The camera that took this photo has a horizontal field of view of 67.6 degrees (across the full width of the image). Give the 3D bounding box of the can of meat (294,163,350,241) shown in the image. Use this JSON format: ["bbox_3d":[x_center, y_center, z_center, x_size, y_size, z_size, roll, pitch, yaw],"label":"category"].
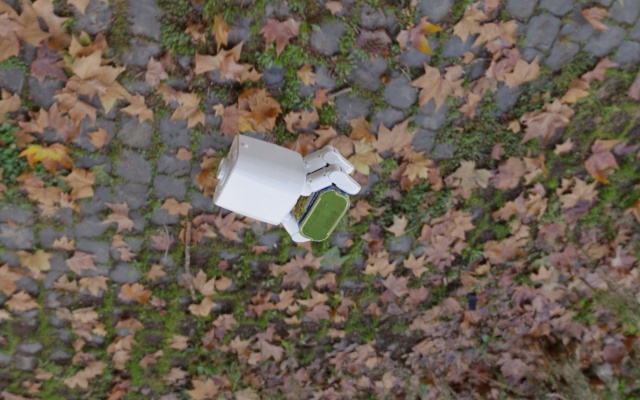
[{"bbox_3d":[0.000,0.003,0.759,0.057,0.102,0.084,21,28,-22],"label":"can of meat"}]
